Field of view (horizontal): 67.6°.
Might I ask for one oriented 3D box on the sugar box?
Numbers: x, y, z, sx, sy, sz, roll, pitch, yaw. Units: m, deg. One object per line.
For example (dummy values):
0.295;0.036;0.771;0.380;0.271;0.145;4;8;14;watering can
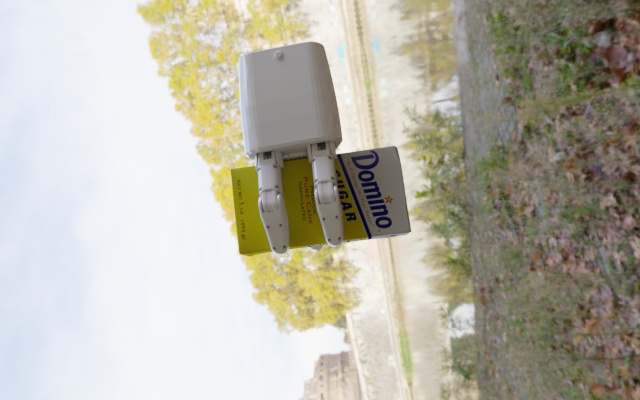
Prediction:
0.000;0.001;0.501;0.176;0.093;0.048;-9;-8;6;sugar box
